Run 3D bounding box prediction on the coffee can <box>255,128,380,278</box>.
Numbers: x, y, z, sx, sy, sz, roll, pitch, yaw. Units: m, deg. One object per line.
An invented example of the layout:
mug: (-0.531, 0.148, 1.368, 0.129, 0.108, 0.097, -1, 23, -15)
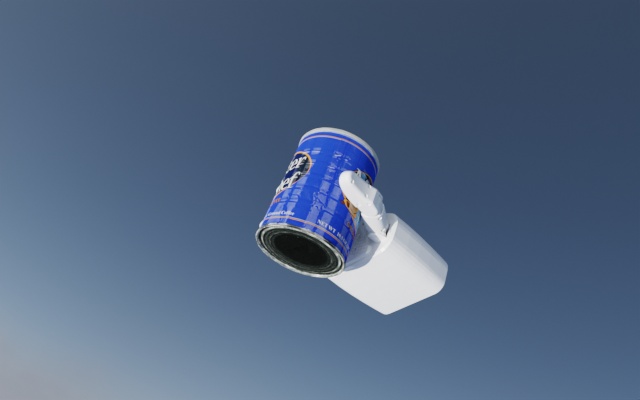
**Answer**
coffee can: (0.000, 0.002, 0.547, 0.103, 0.140, 0.103, 16, -32, 10)
